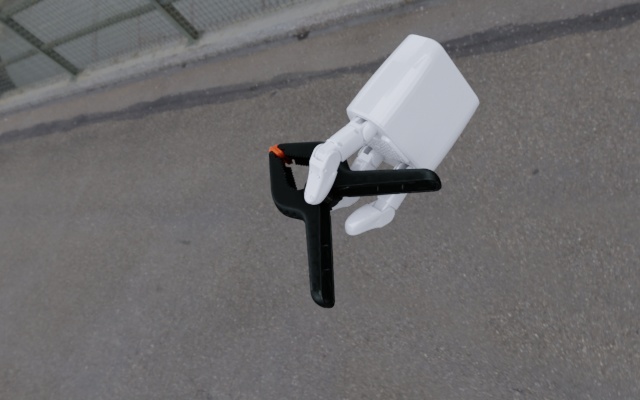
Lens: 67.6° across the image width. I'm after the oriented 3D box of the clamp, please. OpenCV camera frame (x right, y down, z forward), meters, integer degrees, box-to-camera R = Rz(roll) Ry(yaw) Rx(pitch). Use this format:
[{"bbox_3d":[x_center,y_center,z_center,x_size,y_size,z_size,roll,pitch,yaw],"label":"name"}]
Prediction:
[{"bbox_3d":[-0.001,0.001,0.503,0.210,0.164,0.036,33,-7,42],"label":"clamp"}]
